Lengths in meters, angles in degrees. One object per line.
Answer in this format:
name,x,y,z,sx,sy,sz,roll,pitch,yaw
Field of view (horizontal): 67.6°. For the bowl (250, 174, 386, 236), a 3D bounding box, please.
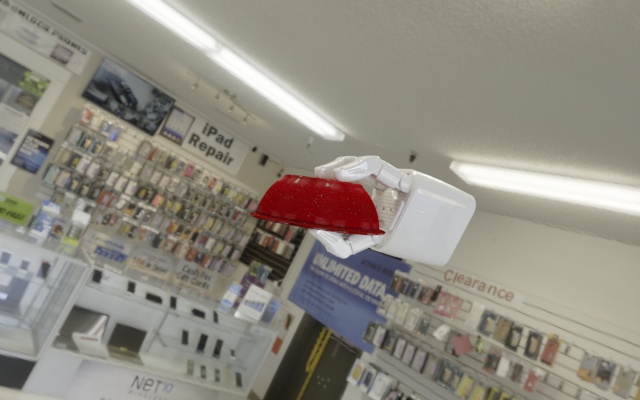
bowl,-0.001,0.001,0.566,0.162,0.055,0.162,8,2,0
